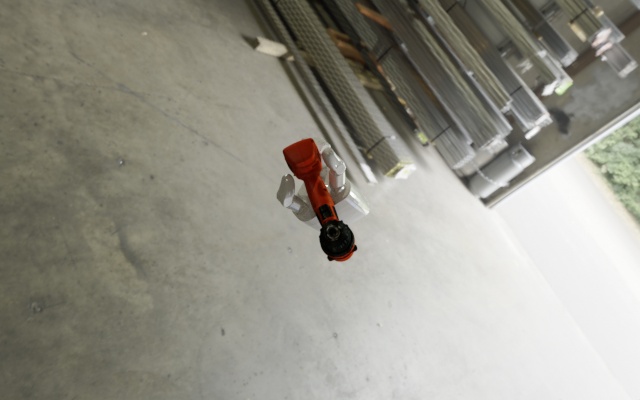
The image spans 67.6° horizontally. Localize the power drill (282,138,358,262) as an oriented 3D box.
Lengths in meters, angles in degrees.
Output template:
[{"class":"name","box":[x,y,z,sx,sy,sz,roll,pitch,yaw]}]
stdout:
[{"class":"power drill","box":[0.000,0.002,0.736,0.057,0.187,0.184,-21,-15,-1]}]
